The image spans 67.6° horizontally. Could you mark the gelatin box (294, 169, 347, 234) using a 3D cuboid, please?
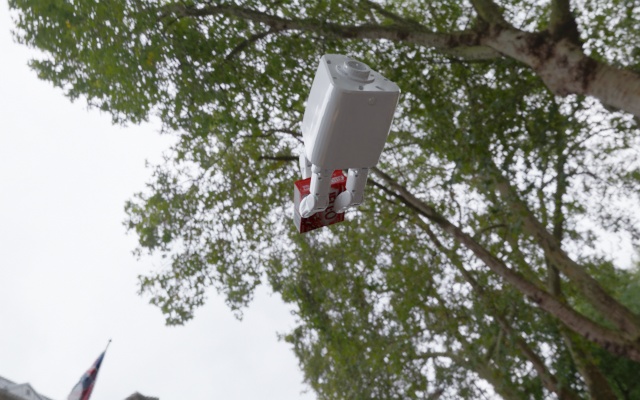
[{"bbox_3d":[0.000,0.002,0.689,0.073,0.089,0.030,-16,50,-18],"label":"gelatin box"}]
